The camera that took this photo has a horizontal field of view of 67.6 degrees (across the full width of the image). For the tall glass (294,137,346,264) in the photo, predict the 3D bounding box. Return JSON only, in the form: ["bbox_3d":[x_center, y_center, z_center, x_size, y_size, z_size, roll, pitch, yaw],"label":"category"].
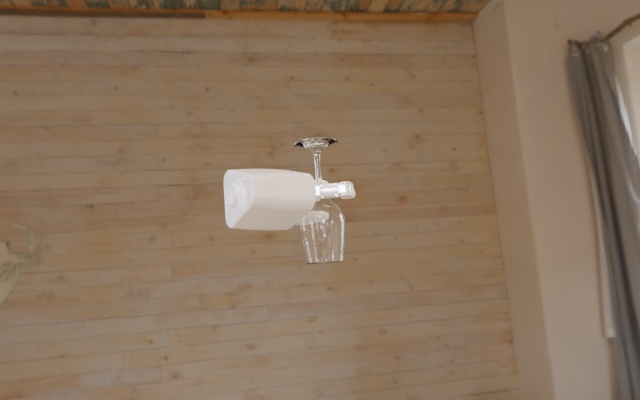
[{"bbox_3d":[0.000,0.002,0.786,0.079,0.201,0.079,-5,-8,-1],"label":"tall glass"}]
